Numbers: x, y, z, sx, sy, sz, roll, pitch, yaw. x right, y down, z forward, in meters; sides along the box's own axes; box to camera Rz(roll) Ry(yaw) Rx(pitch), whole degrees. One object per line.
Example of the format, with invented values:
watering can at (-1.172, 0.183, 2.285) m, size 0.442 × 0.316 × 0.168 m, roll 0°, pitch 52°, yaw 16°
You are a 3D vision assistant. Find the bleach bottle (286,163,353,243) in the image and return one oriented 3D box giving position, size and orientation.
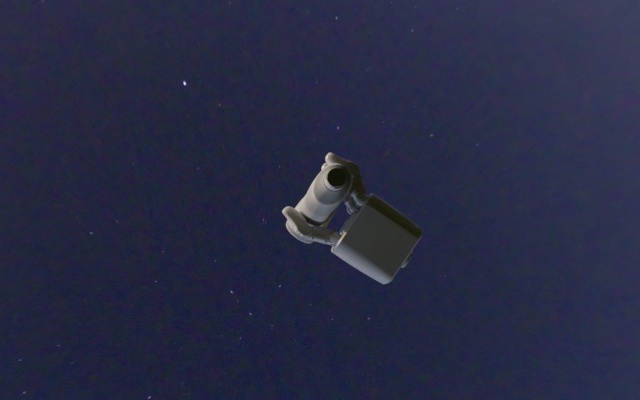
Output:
bleach bottle at (0.000, 0.002, 0.789) m, size 0.068 × 0.102 × 0.251 m, roll 36°, pitch -15°, yaw 1°
